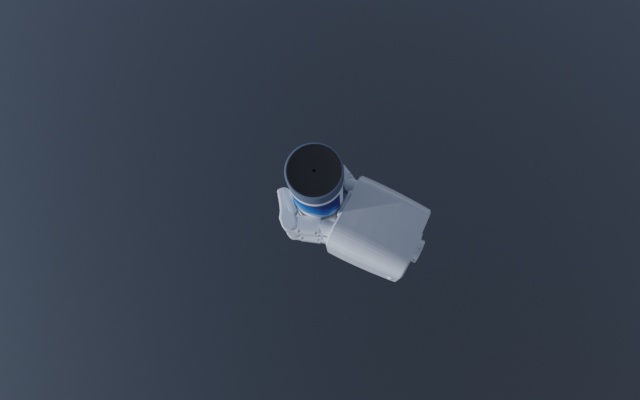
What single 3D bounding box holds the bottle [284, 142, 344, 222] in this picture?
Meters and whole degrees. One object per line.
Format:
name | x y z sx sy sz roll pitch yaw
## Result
bottle | 0.000 0.002 0.669 0.069 0.069 0.296 0 -14 3
